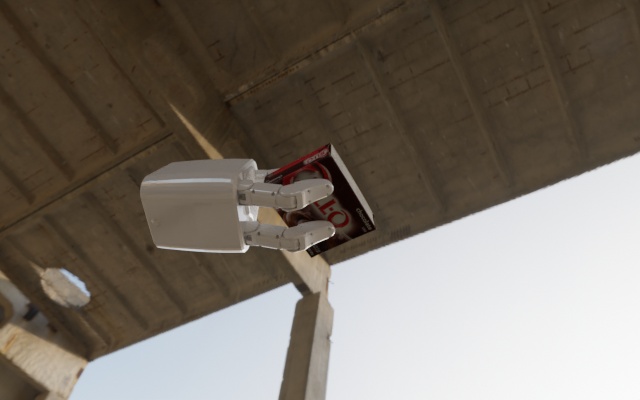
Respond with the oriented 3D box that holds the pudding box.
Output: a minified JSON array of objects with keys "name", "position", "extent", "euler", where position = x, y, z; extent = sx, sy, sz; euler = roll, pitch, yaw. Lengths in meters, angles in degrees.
[{"name":"pudding box","position":[0.000,0.002,0.553],"extent":[0.090,0.113,0.039],"euler":[-25,29,18]}]
